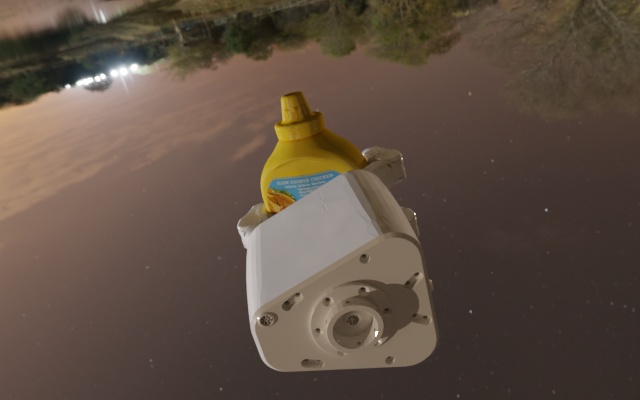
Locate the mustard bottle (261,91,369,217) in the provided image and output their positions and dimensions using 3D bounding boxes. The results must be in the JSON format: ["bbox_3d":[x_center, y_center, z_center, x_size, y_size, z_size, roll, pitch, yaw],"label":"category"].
[{"bbox_3d":[0.000,0.001,0.416,0.096,0.192,0.058,-7,23,21],"label":"mustard bottle"}]
